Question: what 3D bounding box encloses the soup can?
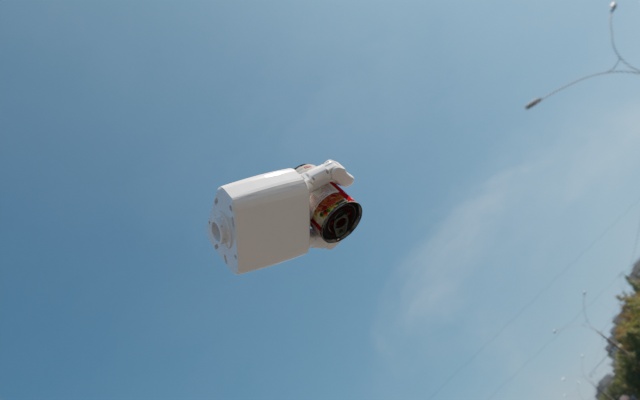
[{"bbox_3d":[0.000,0.002,0.664,0.068,0.068,0.102,0,34,-44],"label":"soup can"}]
